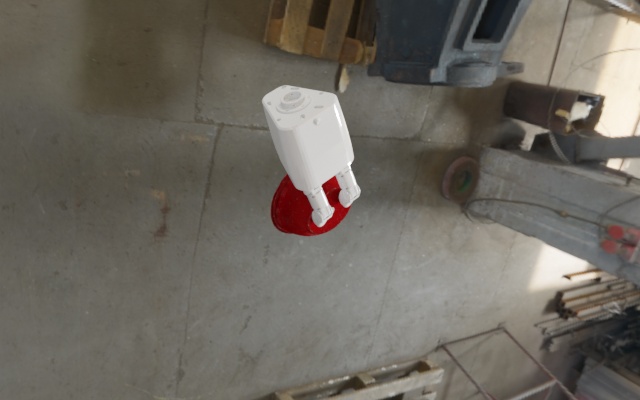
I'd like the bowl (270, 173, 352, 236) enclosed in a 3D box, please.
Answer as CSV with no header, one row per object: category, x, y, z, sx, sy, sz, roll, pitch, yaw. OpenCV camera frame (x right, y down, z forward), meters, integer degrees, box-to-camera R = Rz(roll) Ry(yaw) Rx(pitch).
bowl,0.001,0.003,0.775,0.162,0.162,0.055,0,33,-48
